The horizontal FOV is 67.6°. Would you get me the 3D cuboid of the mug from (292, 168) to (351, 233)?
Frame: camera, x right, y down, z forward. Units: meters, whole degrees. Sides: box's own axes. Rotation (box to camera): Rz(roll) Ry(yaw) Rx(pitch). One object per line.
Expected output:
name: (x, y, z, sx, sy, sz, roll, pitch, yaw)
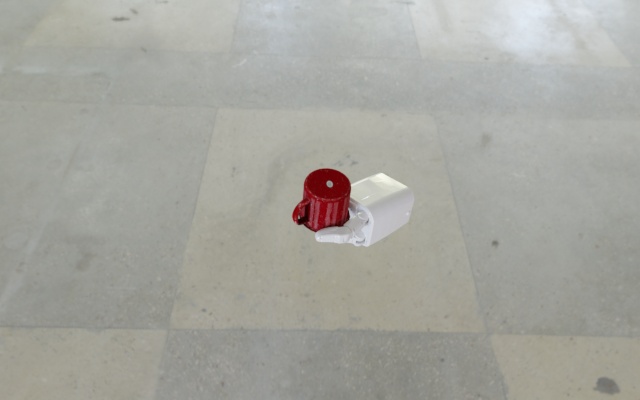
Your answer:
mug: (-0.001, 0.003, 0.828, 0.117, 0.082, 0.093, -26, 54, -26)
